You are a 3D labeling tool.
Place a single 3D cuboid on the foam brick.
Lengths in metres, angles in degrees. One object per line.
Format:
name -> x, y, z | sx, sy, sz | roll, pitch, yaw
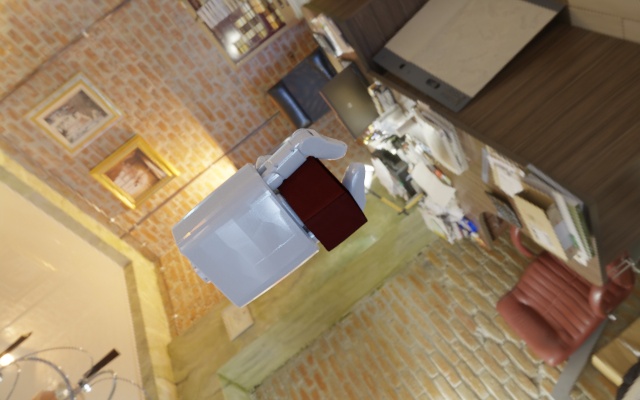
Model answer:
foam brick -> 0.000, 0.002, 0.473 | 0.053, 0.051, 0.078 | 53, -2, -42
